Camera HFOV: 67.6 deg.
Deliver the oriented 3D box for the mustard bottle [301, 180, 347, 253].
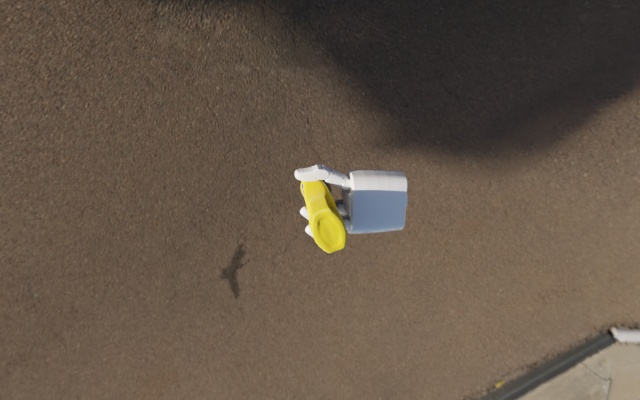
[{"bbox_3d":[0.000,0.003,0.875,0.058,0.096,0.191,-22,34,4],"label":"mustard bottle"}]
